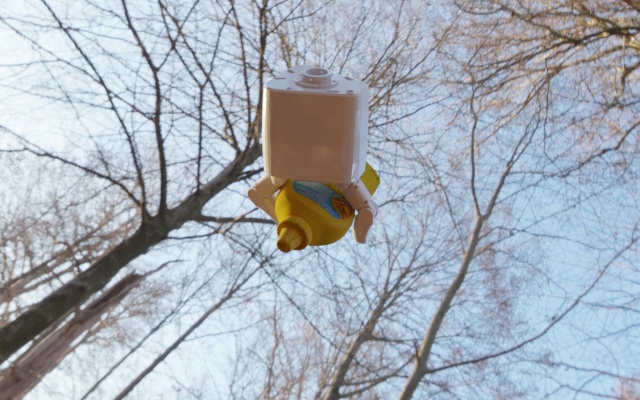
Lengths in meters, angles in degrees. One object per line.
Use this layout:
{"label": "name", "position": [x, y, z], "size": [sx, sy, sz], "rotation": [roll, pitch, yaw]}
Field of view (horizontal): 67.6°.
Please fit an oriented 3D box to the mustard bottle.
{"label": "mustard bottle", "position": [0.000, 0.002, 0.586], "size": [0.096, 0.058, 0.191], "rotation": [35, 40, 5]}
